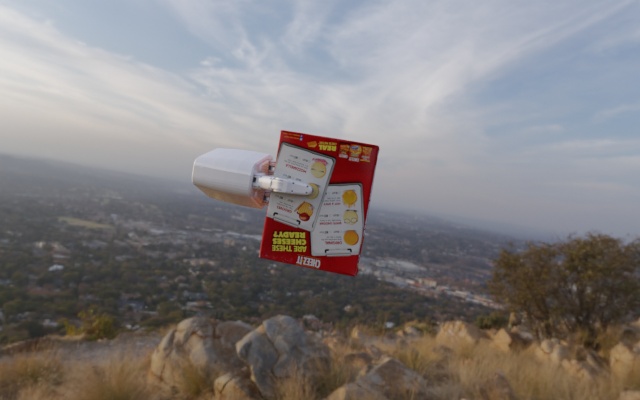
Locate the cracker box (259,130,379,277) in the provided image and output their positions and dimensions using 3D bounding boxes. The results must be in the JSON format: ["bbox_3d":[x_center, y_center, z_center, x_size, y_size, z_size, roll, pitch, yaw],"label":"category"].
[{"bbox_3d":[0.000,0.002,0.795,0.164,0.213,0.072,10,2,9],"label":"cracker box"}]
